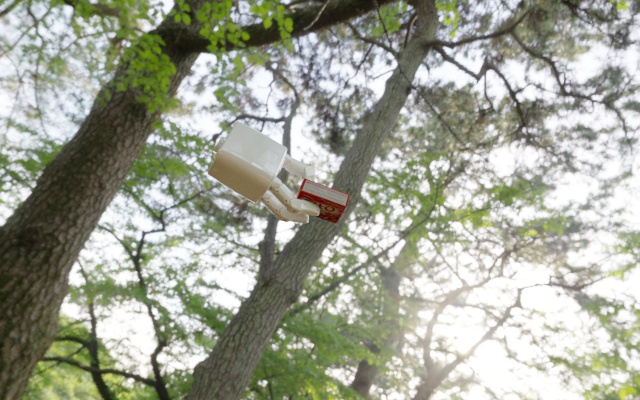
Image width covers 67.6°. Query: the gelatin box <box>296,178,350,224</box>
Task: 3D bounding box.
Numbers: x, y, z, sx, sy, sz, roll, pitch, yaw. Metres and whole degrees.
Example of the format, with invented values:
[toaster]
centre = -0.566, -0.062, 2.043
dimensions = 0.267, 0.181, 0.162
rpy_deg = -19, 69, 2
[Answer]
[gelatin box]
centre = 0.001, 0.003, 0.870
dimensions = 0.089, 0.030, 0.073
rpy_deg = 20, -30, -3
